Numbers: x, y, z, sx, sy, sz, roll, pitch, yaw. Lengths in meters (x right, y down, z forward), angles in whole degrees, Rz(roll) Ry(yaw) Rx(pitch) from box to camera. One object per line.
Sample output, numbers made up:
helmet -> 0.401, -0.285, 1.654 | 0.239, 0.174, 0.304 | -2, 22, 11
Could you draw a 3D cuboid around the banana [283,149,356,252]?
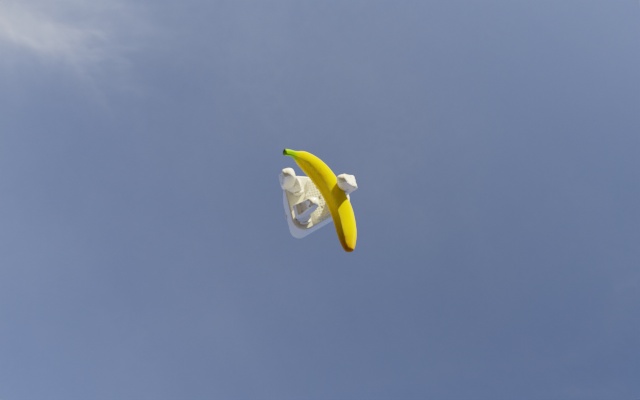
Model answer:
banana -> 0.011, -0.008, 0.792 | 0.069, 0.198, 0.037 | -31, -6, -37
